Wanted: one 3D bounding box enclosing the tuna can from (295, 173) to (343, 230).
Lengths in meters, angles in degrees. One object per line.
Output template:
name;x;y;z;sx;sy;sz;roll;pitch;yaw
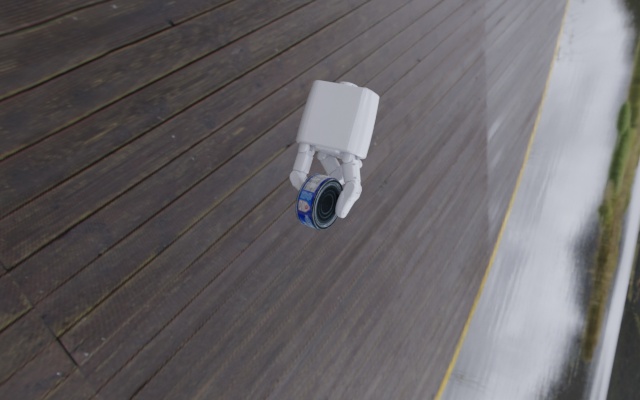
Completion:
tuna can;0.001;0.003;0.752;0.033;0.086;0.086;18;10;33
